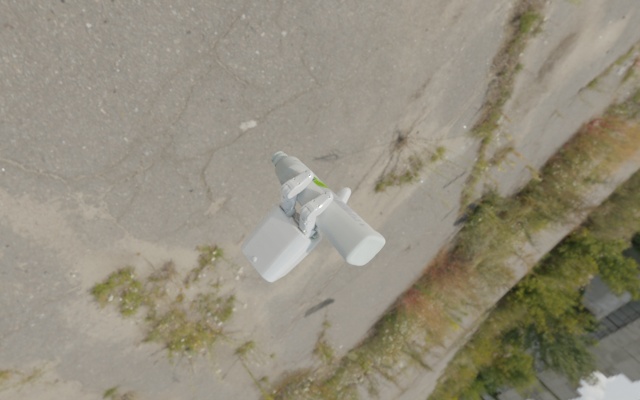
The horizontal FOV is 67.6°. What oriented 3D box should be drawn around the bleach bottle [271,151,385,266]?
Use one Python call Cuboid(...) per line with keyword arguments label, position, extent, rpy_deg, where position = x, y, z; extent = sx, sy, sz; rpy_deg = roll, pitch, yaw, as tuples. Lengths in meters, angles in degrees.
Cuboid(label="bleach bottle", position=(0.000, 0.003, 0.845), extent=(0.250, 0.068, 0.102), rpy_deg=(47, 10, 26))
